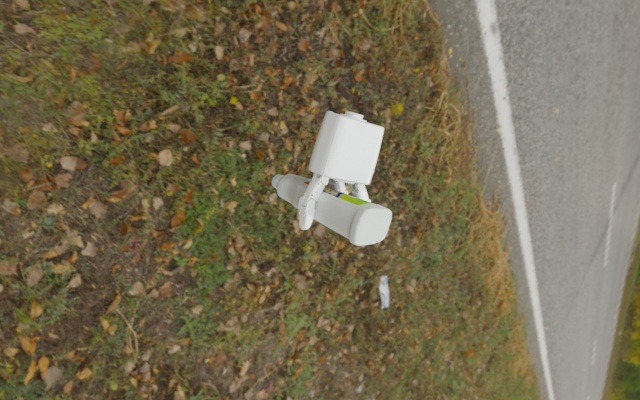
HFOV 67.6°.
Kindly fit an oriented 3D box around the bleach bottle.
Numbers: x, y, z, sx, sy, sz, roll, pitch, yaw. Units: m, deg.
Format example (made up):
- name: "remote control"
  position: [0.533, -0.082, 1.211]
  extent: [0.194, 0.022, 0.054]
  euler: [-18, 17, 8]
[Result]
- name: "bleach bottle"
  position: [0.000, 0.003, 0.864]
  extent: [0.250, 0.068, 0.102]
  euler: [24, 15, 37]
